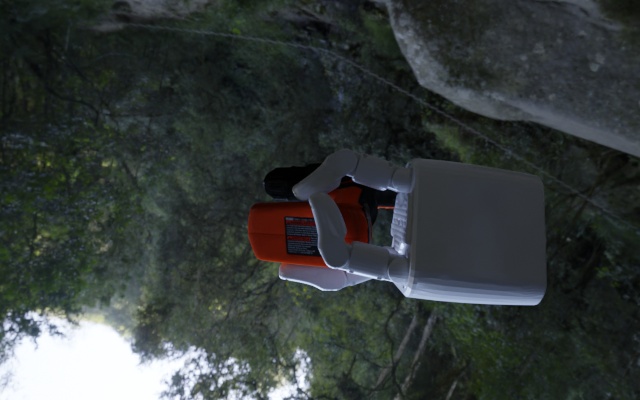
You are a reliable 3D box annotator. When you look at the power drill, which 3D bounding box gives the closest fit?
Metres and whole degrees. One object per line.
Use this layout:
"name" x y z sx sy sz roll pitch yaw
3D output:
"power drill" 0.000 0.002 0.483 0.184 0.057 0.187 0 19 19
